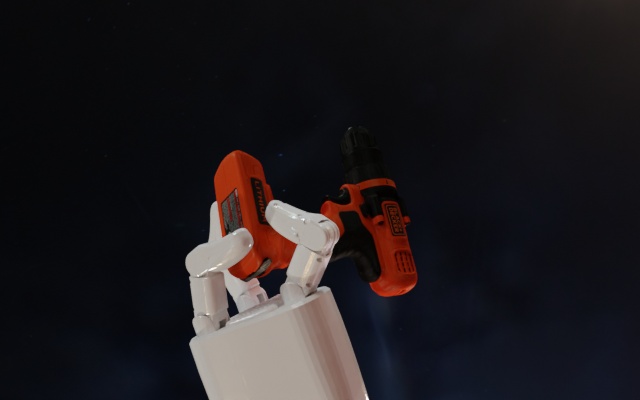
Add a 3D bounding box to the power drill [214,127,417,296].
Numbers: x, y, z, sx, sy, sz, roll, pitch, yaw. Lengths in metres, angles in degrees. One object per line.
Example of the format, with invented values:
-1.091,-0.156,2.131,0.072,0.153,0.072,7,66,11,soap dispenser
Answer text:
0.000,0.002,0.448,0.187,0.184,0.057,3,-28,-33,power drill
